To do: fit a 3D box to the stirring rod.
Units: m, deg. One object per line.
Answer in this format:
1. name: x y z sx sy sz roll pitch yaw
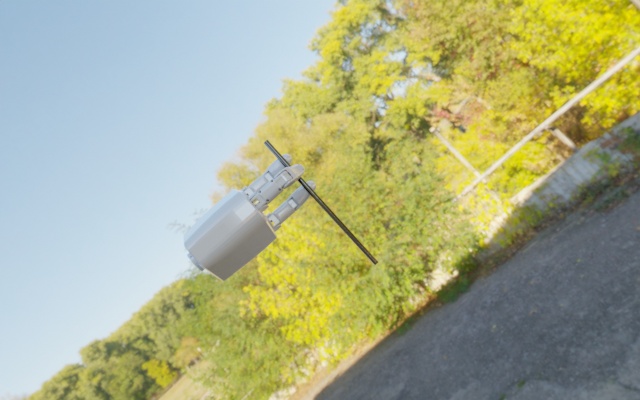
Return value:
1. stirring rod: 0.000 0.002 0.696 0.011 0.239 0.011 -42 -3 -3
